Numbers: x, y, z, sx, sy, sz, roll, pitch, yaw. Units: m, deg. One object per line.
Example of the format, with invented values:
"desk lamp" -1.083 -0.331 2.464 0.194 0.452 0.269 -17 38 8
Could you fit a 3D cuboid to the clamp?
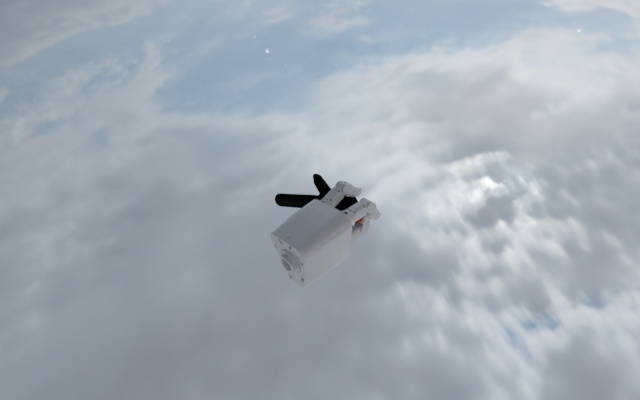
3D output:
"clamp" 0.000 0.003 0.891 0.120 0.039 0.171 -30 38 -28
